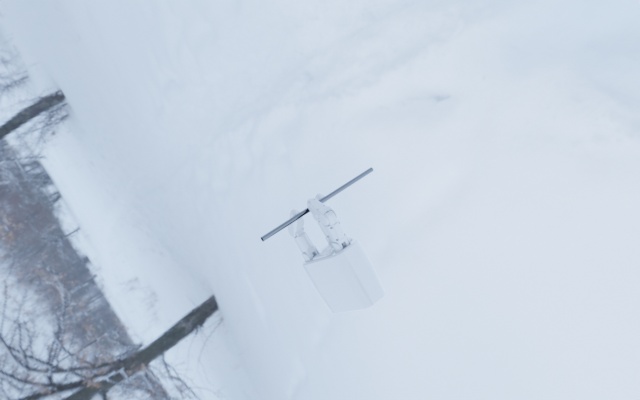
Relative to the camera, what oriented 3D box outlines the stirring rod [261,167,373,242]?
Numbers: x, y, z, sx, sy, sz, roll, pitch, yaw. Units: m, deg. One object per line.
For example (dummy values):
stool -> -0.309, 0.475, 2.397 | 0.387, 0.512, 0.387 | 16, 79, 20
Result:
stirring rod -> 0.000, 0.003, 0.799 | 0.239, 0.011, 0.011 | -33, 15, -26
